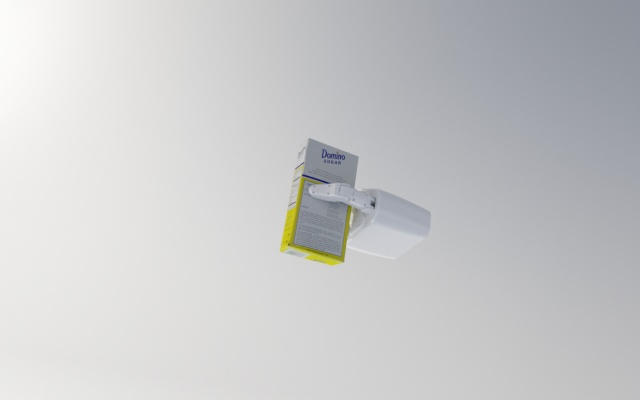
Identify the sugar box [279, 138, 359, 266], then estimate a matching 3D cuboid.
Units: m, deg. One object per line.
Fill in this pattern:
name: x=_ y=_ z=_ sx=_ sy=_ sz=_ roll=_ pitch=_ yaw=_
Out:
sugar box: x=0.000 y=0.003 z=0.730 sx=0.093 sy=0.176 sz=0.048 roll=19 pitch=-24 yaw=-22
